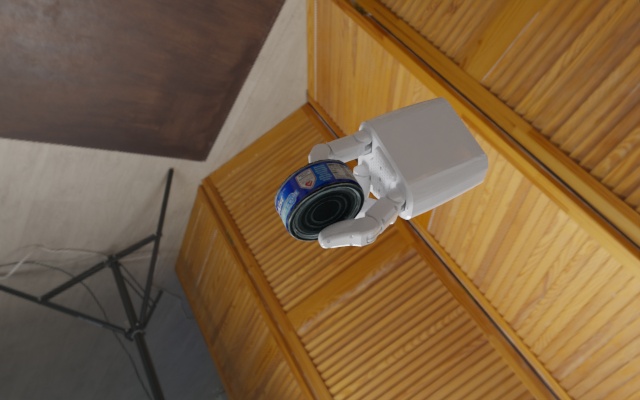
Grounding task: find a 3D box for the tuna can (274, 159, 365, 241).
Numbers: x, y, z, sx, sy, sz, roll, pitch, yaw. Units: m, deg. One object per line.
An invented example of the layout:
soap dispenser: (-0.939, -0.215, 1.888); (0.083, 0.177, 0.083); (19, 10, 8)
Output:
tuna can: (0.000, 0.002, 0.475); (0.086, 0.033, 0.086); (-19, -36, -15)
